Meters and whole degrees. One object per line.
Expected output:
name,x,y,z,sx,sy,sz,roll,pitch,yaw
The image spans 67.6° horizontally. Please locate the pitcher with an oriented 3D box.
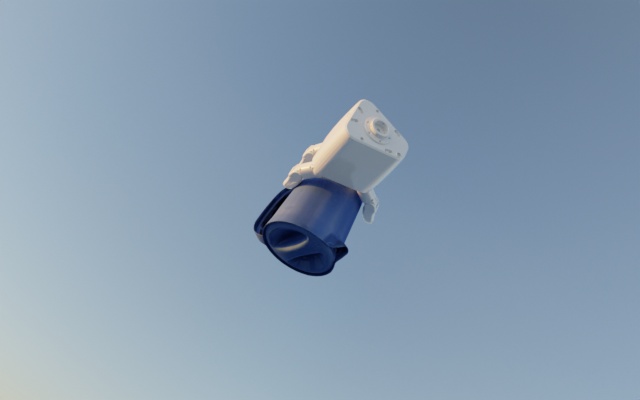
pitcher,0.000,0.003,0.856,0.149,0.242,0.145,36,-38,-5
